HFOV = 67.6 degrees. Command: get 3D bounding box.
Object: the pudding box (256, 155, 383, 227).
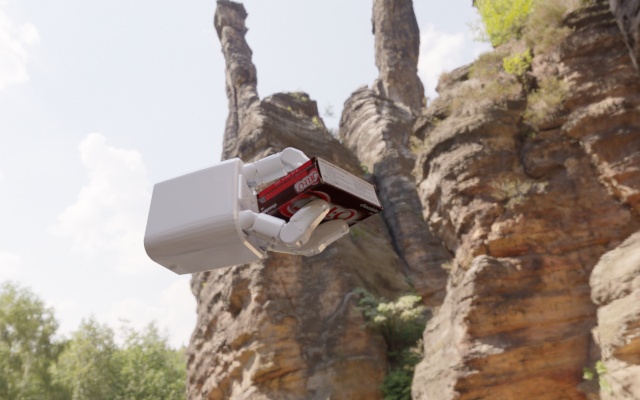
[{"bbox_3d":[0.000,0.002,0.527,0.090,0.039,0.113,-30,-30,31],"label":"pudding box"}]
